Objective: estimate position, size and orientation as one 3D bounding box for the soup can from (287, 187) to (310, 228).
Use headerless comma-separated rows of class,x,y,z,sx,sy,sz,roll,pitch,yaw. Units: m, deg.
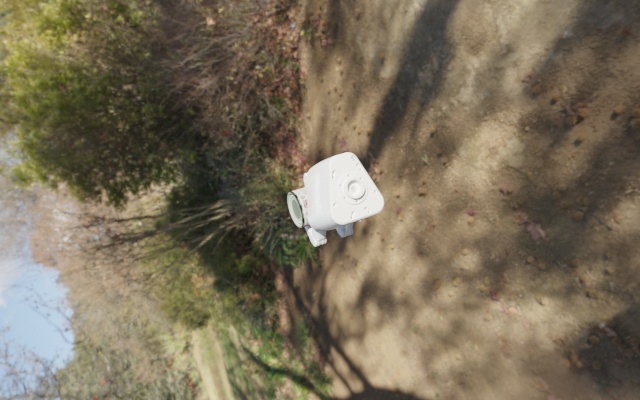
soup can,0.000,0.003,0.853,0.102,0.068,0.068,-17,6,-20
